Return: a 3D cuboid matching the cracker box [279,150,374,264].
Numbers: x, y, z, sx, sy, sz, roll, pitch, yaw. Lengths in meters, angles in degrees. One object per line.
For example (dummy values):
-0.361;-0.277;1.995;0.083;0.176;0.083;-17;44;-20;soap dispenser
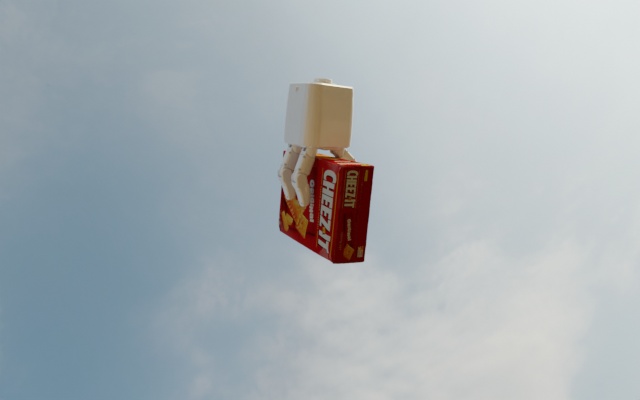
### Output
0.000;0.003;0.852;0.072;0.164;0.213;-2;13;-29;cracker box
